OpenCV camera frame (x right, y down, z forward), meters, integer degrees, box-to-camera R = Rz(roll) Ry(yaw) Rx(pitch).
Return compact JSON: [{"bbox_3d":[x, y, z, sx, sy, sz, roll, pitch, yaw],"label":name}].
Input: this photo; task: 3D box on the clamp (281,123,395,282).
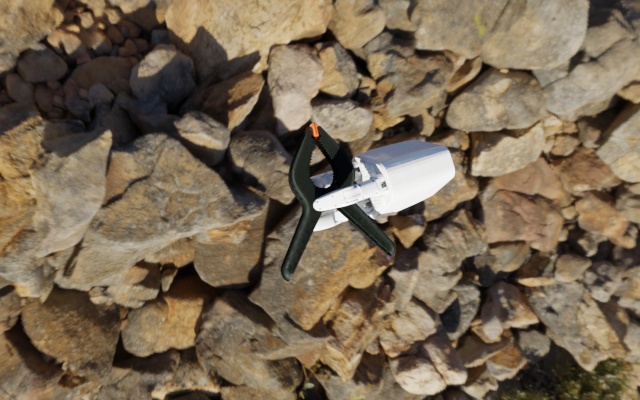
[{"bbox_3d":[0.000,0.002,0.653,0.164,0.210,0.036,-19,2,-16],"label":"clamp"}]
